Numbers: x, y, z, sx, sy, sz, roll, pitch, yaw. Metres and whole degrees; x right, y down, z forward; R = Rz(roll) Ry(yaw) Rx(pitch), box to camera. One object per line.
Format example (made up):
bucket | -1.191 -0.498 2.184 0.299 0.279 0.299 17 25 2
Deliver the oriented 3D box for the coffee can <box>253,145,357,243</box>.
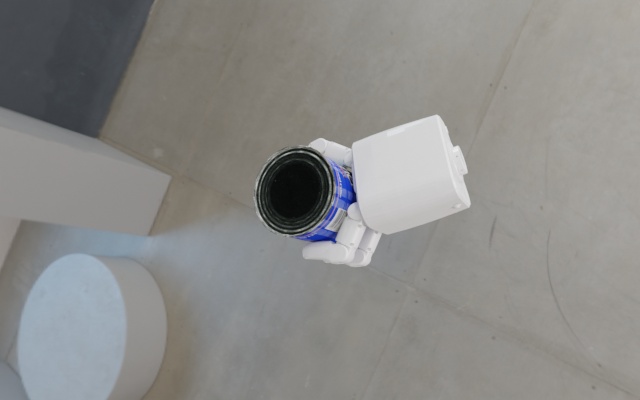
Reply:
coffee can | 0.000 0.002 0.579 0.103 0.103 0.140 0 -10 26
